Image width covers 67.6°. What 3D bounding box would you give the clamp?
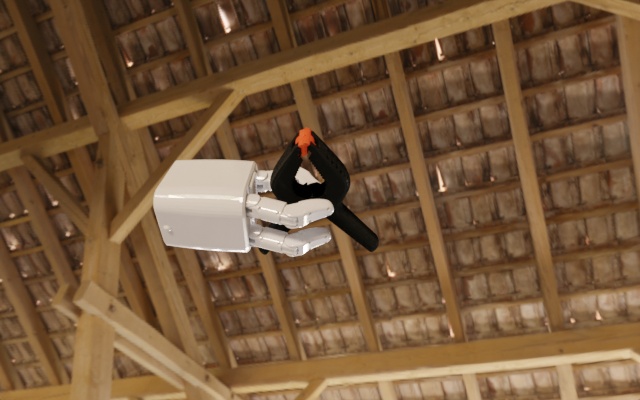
[{"bbox_3d":[0.000,0.001,0.591,0.164,0.036,0.210,2,-43,-2],"label":"clamp"}]
